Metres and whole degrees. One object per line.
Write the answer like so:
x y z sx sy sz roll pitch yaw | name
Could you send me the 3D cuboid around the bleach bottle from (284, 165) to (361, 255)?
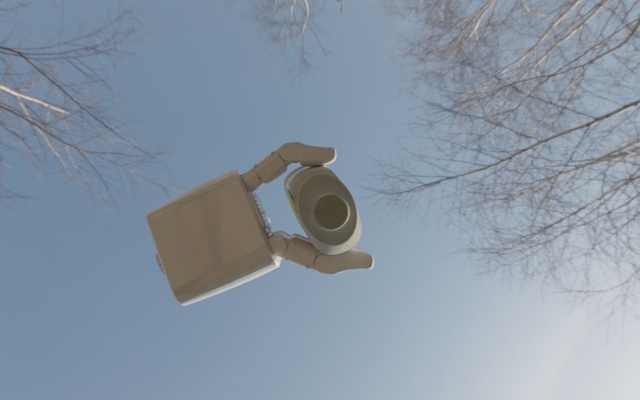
0.000 0.002 0.512 0.068 0.102 0.251 -24 1 -2 | bleach bottle
